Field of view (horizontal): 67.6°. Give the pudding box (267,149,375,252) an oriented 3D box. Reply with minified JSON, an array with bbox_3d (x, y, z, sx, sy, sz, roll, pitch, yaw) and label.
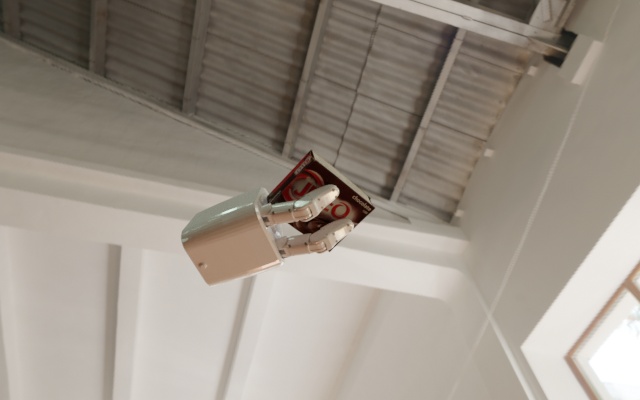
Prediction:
[{"bbox_3d":[0.000,0.002,0.624,0.113,0.090,0.039,36,20,-26],"label":"pudding box"}]
